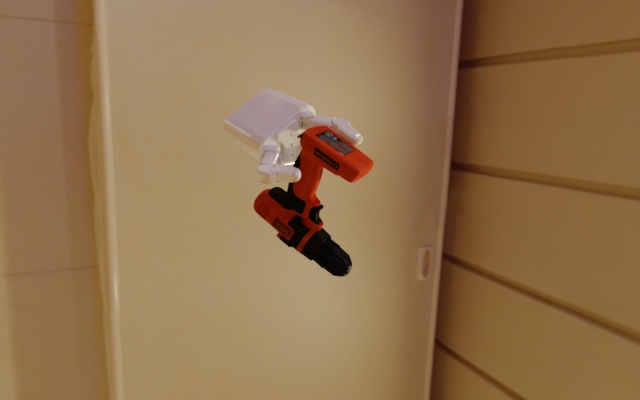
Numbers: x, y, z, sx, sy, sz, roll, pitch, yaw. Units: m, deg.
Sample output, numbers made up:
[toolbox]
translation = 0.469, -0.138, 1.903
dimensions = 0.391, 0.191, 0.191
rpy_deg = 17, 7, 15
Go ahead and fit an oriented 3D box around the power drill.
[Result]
[power drill]
translation = 0.000, 0.002, 0.693
dimensions = 0.184, 0.188, 0.057
rpy_deg = 38, 34, 12
